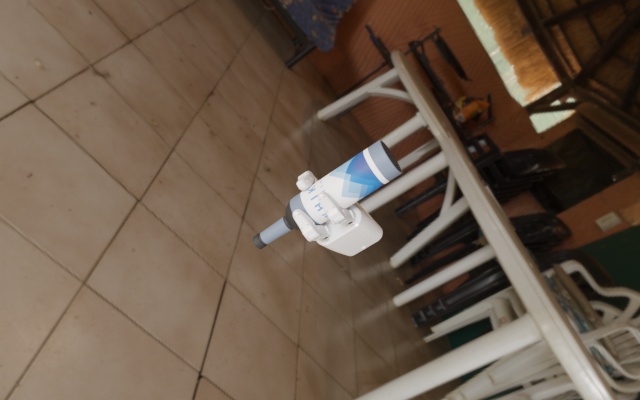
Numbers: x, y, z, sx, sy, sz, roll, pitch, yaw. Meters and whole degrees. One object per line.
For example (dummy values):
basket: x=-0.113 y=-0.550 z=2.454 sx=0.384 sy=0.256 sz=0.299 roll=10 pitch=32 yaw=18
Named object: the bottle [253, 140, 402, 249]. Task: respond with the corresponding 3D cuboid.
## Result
bottle: x=0.000 y=0.003 z=0.840 sx=0.296 sy=0.069 sz=0.069 roll=-33 pitch=-12 yaw=18
